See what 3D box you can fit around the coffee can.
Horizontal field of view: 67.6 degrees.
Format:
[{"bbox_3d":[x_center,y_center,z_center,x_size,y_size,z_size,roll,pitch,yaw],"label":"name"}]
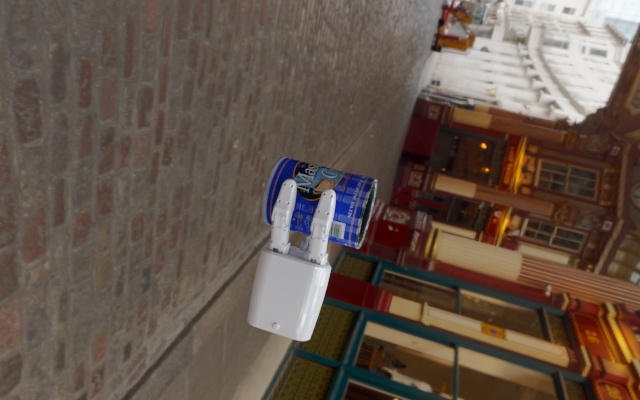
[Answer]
[{"bbox_3d":[0.000,0.002,0.684,0.140,0.103,0.103,15,3,12],"label":"coffee can"}]
